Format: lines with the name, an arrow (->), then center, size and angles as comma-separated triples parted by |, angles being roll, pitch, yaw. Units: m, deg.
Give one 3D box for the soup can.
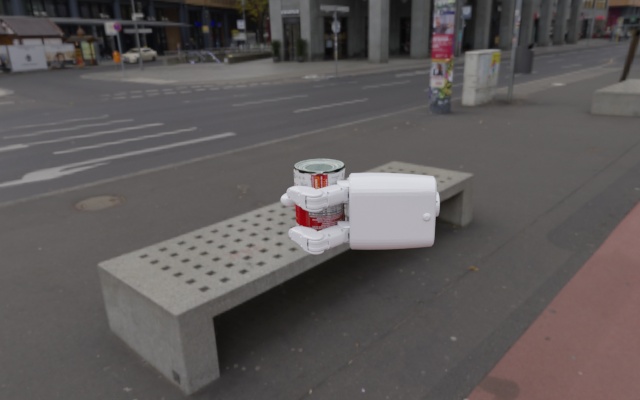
soup can -> 0.000, 0.002, 0.630 | 0.068, 0.102, 0.068 | -1, 19, 1
